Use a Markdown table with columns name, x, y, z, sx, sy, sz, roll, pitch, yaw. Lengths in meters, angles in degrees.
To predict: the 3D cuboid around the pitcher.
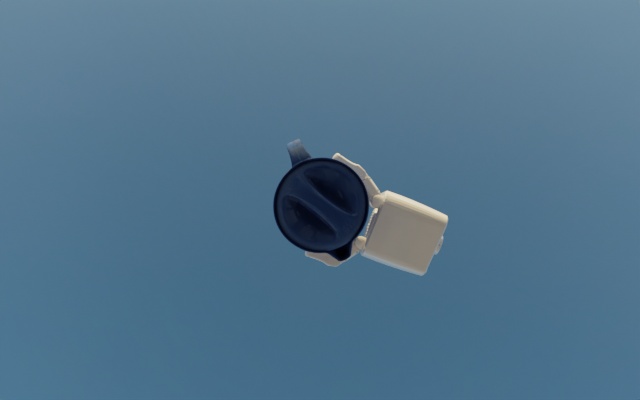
| name | x | y | z | sx | sy | sz | roll | pitch | yaw |
| --- | --- | --- | --- | --- | --- | --- | --- | --- | --- |
| pitcher | 0.000 | 0.003 | 0.773 | 0.145 | 0.149 | 0.243 | 19 | -2 | 2 |
